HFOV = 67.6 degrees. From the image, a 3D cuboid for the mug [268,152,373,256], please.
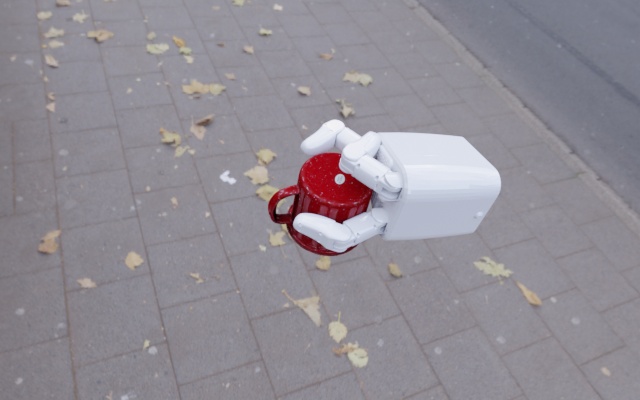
[{"bbox_3d":[-0.001,0.002,0.529,0.117,0.093,0.082,-2,-40,-14],"label":"mug"}]
